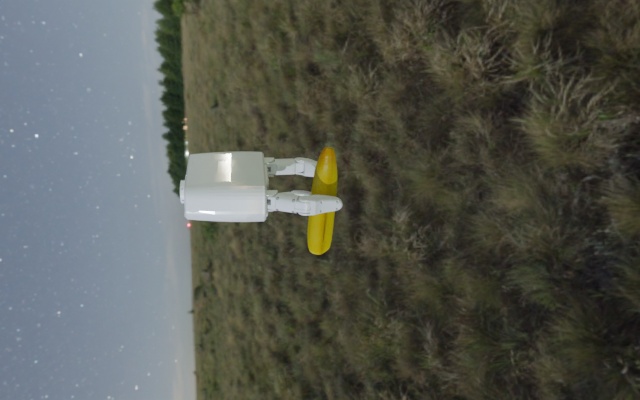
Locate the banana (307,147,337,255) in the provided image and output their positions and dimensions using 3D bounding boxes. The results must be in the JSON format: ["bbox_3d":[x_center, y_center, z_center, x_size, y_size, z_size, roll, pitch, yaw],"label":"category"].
[{"bbox_3d":[0.001,0.018,0.693,0.037,0.198,0.069,1,44,-5],"label":"banana"}]
